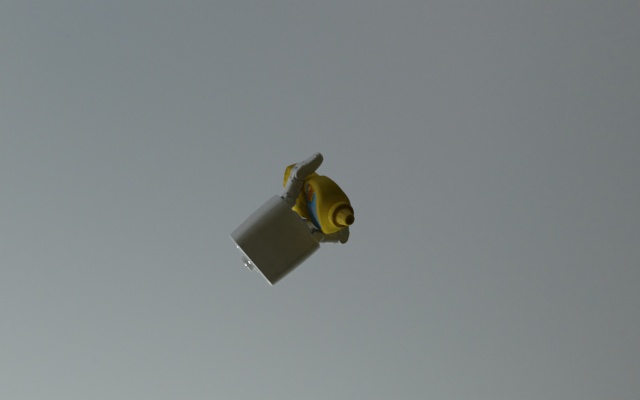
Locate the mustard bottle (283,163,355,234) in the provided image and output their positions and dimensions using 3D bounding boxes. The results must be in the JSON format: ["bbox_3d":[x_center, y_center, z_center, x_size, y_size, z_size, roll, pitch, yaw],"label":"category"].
[{"bbox_3d":[0.000,0.002,0.798,0.058,0.096,0.191,-18,24,-22],"label":"mustard bottle"}]
